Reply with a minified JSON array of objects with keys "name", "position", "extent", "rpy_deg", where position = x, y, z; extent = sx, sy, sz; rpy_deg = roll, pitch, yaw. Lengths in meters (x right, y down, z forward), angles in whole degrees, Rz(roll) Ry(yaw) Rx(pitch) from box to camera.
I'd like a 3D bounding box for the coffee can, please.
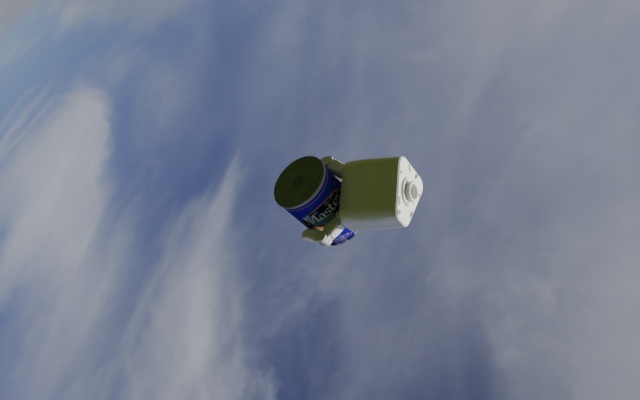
[{"name":"coffee can","position":[0.000,0.003,0.844],"extent":[0.103,0.102,0.140],"rpy_deg":[0,-31,39]}]
